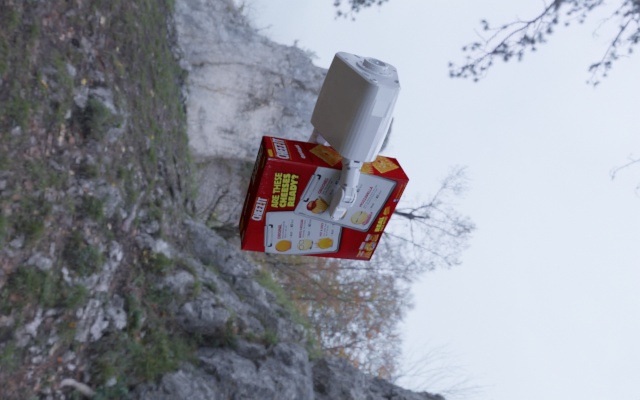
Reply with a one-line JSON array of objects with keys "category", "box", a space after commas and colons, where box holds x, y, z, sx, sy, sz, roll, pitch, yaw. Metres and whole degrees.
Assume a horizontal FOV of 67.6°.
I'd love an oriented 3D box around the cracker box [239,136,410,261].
[{"category": "cracker box", "box": [0.000, 0.002, 0.713, 0.214, 0.164, 0.072, 8, 34, -20]}]
